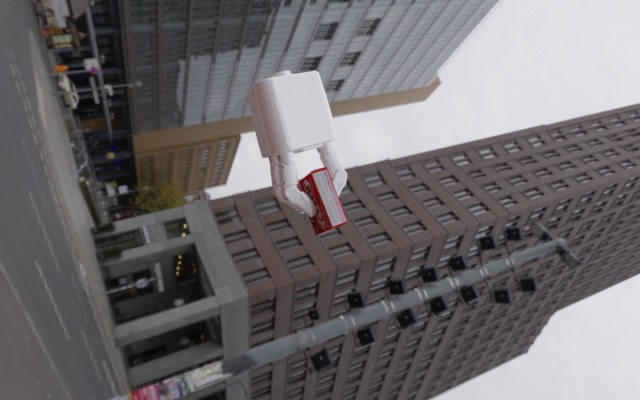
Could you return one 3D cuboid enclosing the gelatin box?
[{"bbox_3d":[0.001,0.002,0.708,0.030,0.089,0.073,-20,-4,-22],"label":"gelatin box"}]
